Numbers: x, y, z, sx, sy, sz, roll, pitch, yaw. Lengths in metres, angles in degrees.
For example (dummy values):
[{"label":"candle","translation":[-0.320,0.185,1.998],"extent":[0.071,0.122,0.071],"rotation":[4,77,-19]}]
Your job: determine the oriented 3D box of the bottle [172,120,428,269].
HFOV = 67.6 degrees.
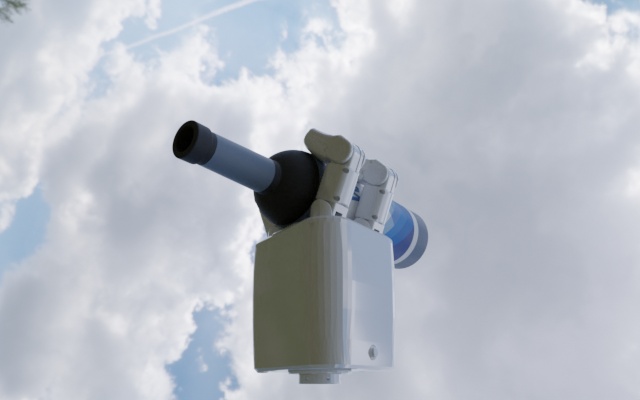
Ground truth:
[{"label":"bottle","translation":[0.000,0.001,0.424],"extent":[0.069,0.069,0.296],"rotation":[0,-17,40]}]
